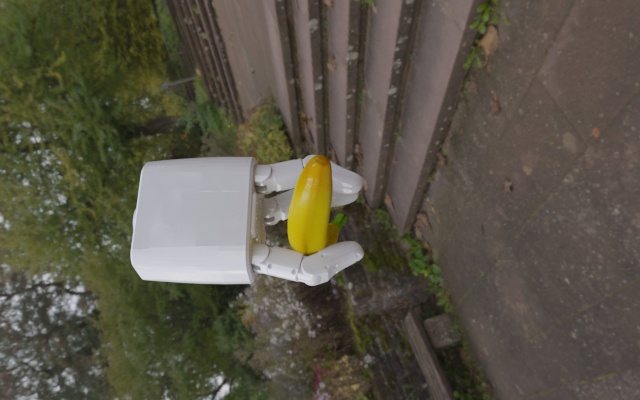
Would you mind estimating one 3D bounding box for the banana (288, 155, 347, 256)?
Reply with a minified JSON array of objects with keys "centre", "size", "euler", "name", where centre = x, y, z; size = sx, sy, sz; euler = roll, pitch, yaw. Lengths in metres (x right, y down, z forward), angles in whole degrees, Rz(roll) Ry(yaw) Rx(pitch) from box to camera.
[{"centre":[-0.005,0.020,0.441],"size":[0.037,0.069,0.198],"euler":[17,-12,9],"name":"banana"}]
